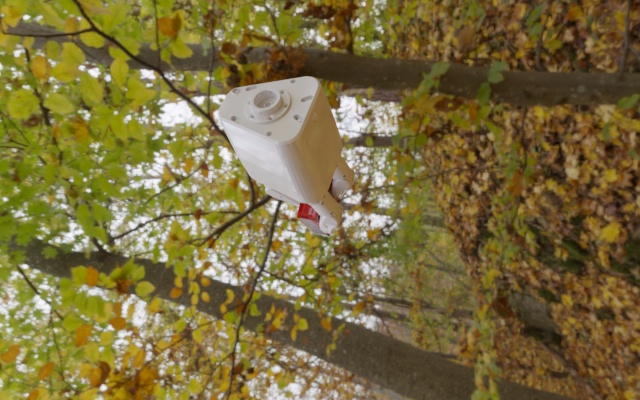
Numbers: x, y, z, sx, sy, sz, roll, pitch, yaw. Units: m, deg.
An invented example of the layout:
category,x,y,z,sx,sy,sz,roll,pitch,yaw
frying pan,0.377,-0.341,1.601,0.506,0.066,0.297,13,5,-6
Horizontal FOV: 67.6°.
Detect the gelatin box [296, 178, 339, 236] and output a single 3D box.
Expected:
category,x,y,z,sx,sy,sz,roll,pitch,yaw
gelatin box,0.000,0.002,0.651,0.030,0.073,0.089,10,-15,16
